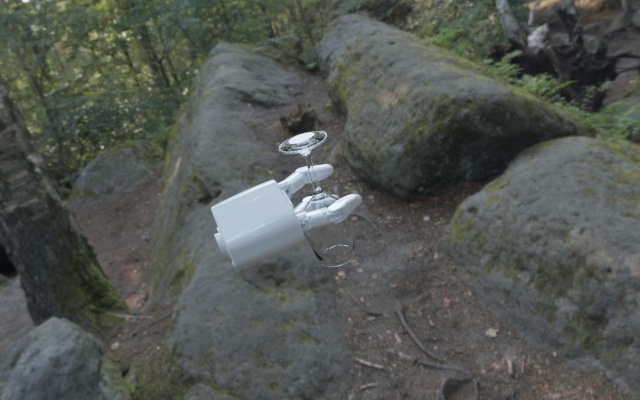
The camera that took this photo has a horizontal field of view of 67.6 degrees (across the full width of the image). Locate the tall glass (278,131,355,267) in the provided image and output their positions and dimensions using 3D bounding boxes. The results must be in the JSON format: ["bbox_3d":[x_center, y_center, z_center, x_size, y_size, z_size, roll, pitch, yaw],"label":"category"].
[{"bbox_3d":[0.000,0.002,0.723,0.079,0.201,0.079,-14,26,7],"label":"tall glass"}]
